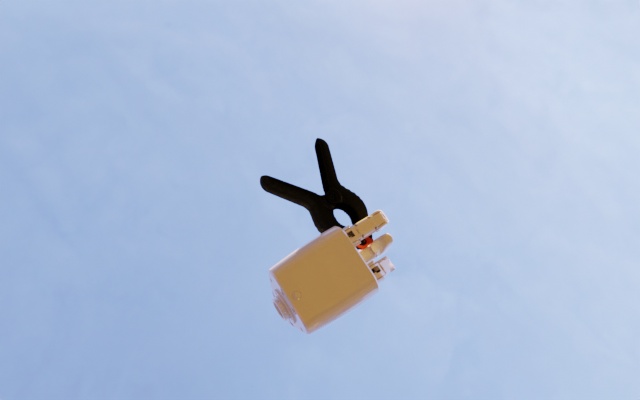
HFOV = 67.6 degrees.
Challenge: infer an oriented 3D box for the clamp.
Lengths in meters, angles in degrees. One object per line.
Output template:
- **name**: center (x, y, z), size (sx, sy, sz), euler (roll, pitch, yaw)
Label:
- **clamp**: center (0.000, 0.002, 0.658), size (0.120, 0.171, 0.039), euler (-30, -14, -20)
